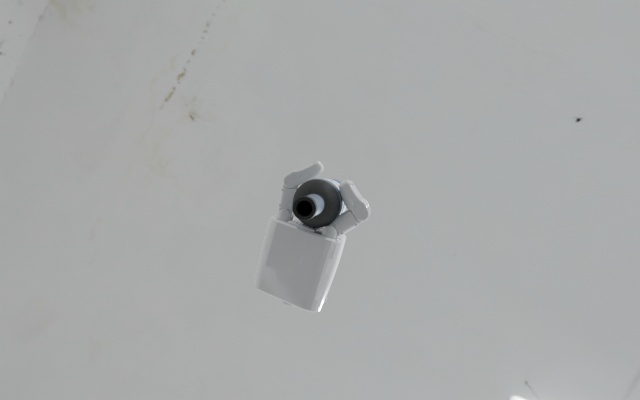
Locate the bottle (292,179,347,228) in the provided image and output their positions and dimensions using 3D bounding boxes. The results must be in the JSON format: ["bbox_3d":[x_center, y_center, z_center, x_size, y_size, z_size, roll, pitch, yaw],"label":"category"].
[{"bbox_3d":[0.000,0.002,0.681,0.069,0.069,0.295,0,3,7],"label":"bottle"}]
